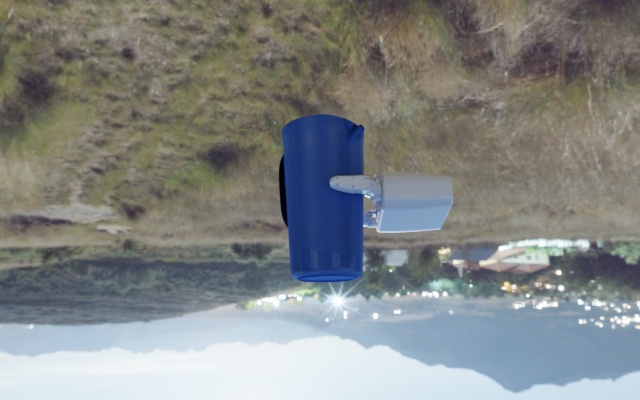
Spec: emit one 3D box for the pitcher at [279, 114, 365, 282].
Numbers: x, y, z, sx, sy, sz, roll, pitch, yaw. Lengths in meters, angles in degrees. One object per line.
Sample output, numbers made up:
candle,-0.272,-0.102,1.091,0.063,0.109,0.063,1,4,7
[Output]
pitcher,0.000,0.002,0.746,0.145,0.242,0.149,-1,-15,1
